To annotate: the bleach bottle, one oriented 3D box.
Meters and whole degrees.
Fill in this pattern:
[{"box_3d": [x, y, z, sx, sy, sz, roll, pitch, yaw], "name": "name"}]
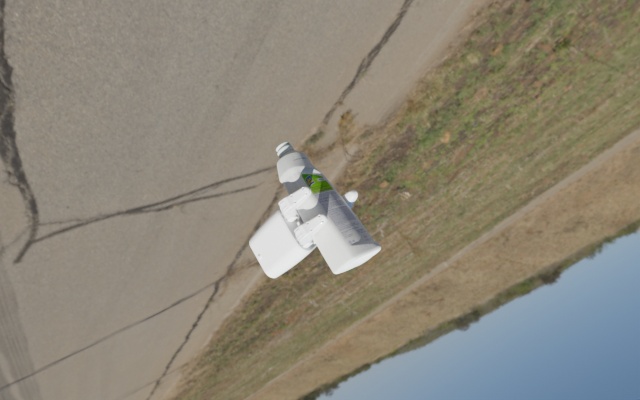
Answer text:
[{"box_3d": [0.000, 0.003, 0.844, 0.068, 0.250, 0.102, -43, -19, 33], "name": "bleach bottle"}]
